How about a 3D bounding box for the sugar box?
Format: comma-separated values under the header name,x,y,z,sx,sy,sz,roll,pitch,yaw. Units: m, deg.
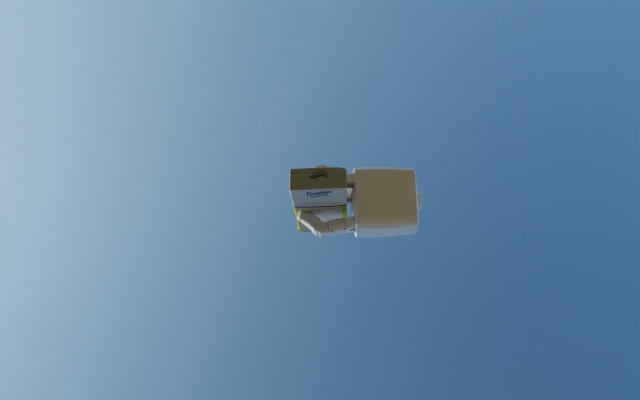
name,x,y,z,sx,sy,sz,roll,pitch,yaw
sugar box,0.000,0.002,0.831,0.093,0.048,0.176,-2,-29,1
